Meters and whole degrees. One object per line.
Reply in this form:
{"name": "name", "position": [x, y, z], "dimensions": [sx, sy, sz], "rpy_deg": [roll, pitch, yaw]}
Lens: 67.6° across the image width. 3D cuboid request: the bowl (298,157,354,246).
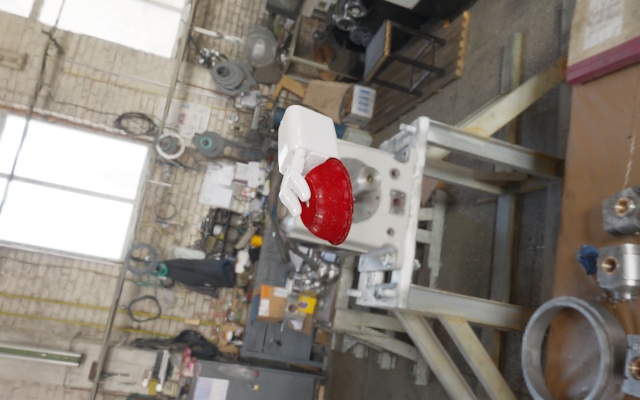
{"name": "bowl", "position": [0.000, 0.004, 0.860], "dimensions": [0.055, 0.162, 0.162], "rpy_deg": [-3, 1, -23]}
